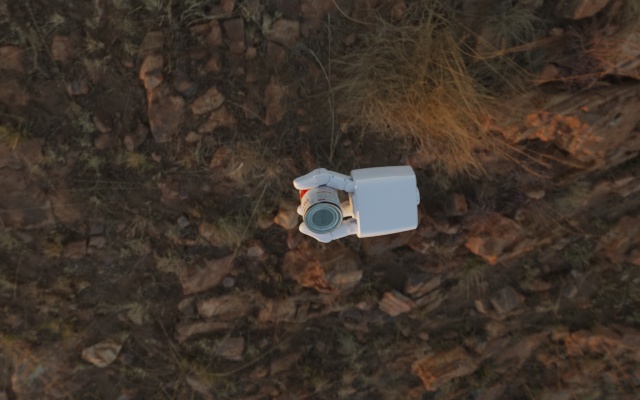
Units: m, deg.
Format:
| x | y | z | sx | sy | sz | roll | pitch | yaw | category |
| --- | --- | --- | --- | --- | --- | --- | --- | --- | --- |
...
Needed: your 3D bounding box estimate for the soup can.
| x | y | z | sx | sy | sz | roll | pitch | yaw | category |
| --- | --- | --- | --- | --- | --- | --- | --- | --- | --- |
| 0.000 | 0.003 | 0.825 | 0.068 | 0.068 | 0.102 | 0 | 34 | -7 | soup can |
